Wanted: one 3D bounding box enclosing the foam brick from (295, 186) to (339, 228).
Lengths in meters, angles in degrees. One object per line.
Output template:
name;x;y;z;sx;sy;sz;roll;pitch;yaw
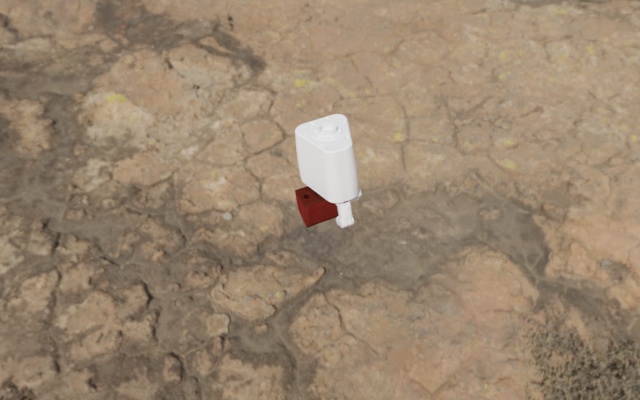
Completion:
foam brick;0.000;0.003;0.851;0.078;0.051;0.053;-19;43;-12
